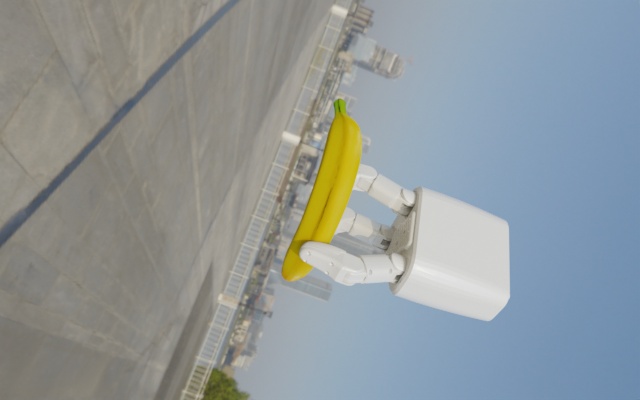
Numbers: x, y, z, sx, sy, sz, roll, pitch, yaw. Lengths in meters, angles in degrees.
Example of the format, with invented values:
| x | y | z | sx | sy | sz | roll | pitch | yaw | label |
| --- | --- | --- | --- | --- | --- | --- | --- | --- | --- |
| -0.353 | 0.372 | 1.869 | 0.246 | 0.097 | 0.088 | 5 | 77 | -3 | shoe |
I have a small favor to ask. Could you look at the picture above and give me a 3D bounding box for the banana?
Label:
| x | y | z | sx | sy | sz | roll | pitch | yaw | label |
| --- | --- | --- | --- | --- | --- | --- | --- | --- | --- |
| 0.003 | 0.004 | 0.463 | 0.037 | 0.198 | 0.069 | 17 | 14 | -9 | banana |
